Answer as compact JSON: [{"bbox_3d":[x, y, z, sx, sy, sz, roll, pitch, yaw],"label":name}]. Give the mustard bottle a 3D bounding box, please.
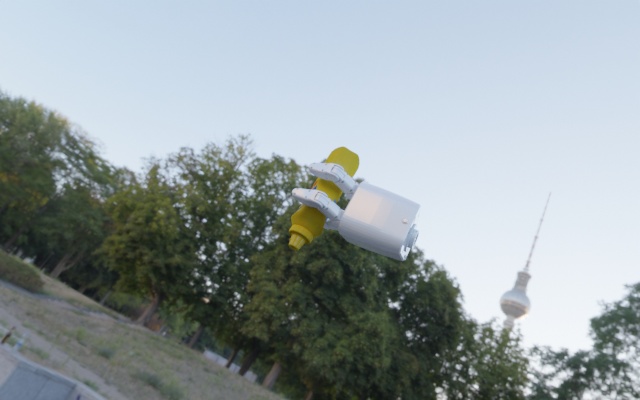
[{"bbox_3d":[0.000,0.002,0.818,0.058,0.191,0.096,31,-25,-3],"label":"mustard bottle"}]
